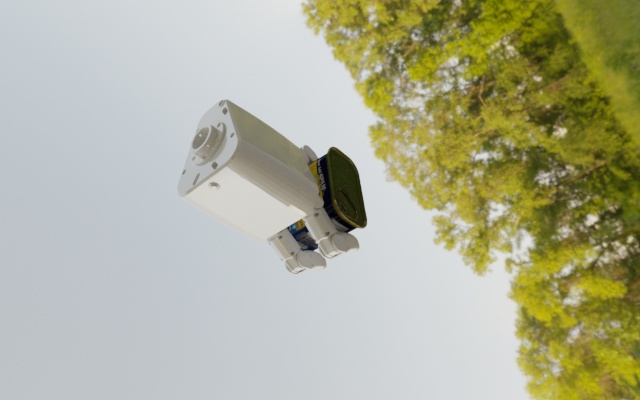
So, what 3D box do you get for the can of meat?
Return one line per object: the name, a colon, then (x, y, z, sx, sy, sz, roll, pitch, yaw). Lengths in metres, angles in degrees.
can of meat: (0.000, 0.002, 0.556, 0.084, 0.102, 0.057, -30, -42, 29)
